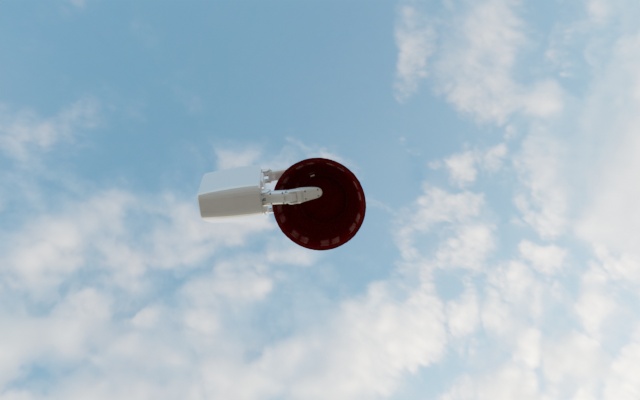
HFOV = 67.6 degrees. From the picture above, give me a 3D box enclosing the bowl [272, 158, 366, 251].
[{"bbox_3d":[0.002,0.003,0.833,0.162,0.162,0.055,0,12,9],"label":"bowl"}]
